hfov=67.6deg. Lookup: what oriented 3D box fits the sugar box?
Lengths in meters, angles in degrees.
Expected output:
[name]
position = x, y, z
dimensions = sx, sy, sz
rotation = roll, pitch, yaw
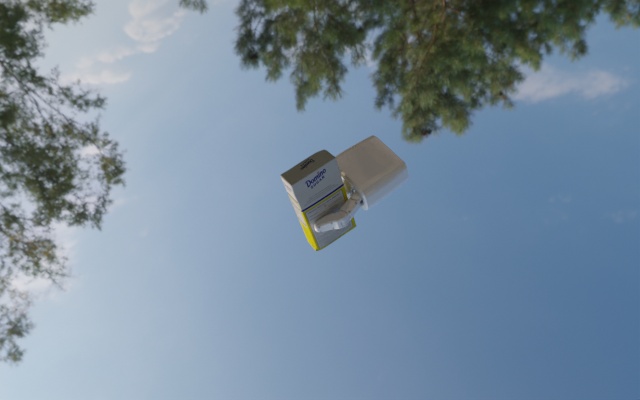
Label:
[sugar box]
position = 0.000, 0.003, 0.847
dimensions = 0.093, 0.176, 0.048
rotation = -33, 42, -14
